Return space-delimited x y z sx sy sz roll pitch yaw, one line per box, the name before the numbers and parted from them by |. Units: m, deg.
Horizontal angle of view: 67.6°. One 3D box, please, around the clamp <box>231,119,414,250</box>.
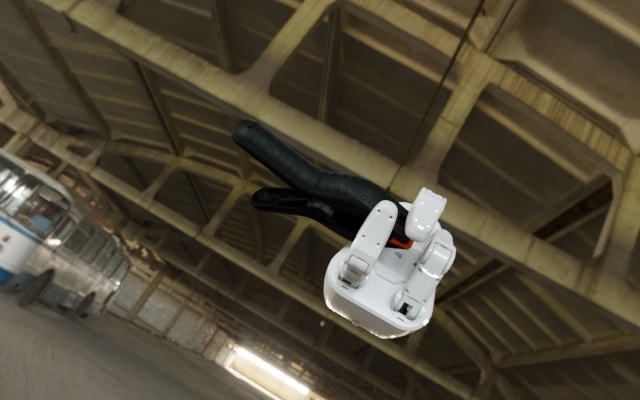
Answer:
clamp | 0.001 0.001 0.420 0.171 0.039 0.120 29 -21 8
